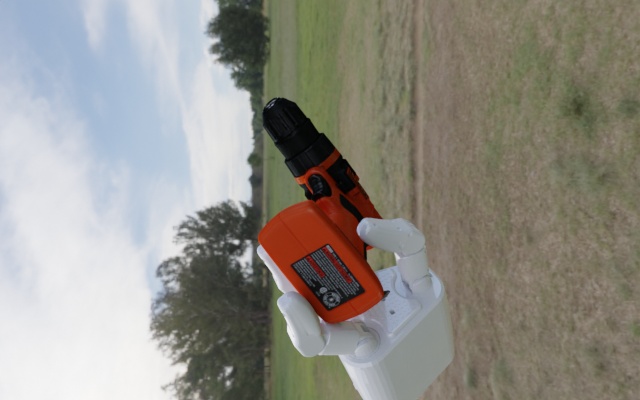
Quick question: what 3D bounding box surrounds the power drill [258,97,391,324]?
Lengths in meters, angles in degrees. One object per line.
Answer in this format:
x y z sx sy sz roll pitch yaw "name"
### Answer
0.000 0.002 0.425 0.057 0.184 0.187 -33 17 19 "power drill"
